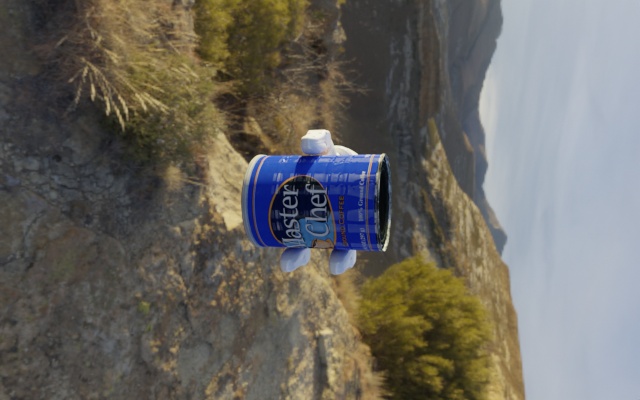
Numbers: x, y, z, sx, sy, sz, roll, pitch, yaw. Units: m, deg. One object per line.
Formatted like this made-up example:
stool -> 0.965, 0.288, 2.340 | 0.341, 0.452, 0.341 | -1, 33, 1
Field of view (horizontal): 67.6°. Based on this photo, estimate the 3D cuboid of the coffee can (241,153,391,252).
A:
coffee can -> 0.000, 0.002, 0.513 | 0.140, 0.103, 0.103 | 1, 0, 15
